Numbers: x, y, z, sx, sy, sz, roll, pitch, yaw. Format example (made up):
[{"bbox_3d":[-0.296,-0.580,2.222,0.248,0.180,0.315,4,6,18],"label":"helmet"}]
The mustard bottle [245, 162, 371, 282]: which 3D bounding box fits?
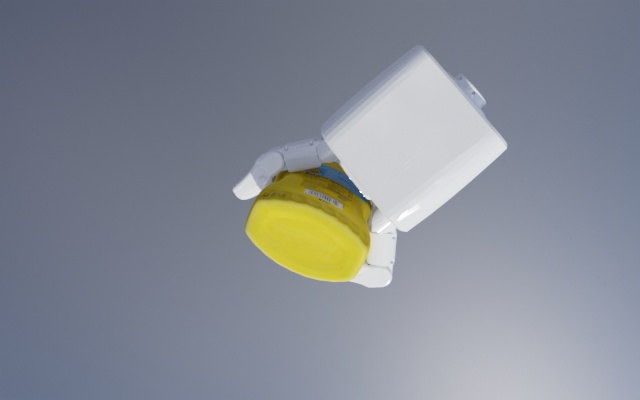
[{"bbox_3d":[0.000,0.002,0.443,0.096,0.058,0.191,23,19,-1],"label":"mustard bottle"}]
